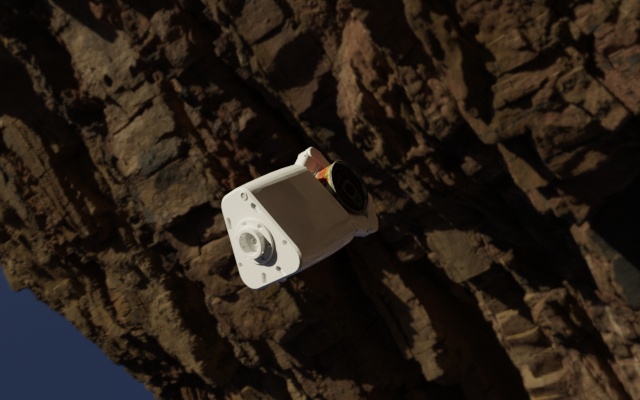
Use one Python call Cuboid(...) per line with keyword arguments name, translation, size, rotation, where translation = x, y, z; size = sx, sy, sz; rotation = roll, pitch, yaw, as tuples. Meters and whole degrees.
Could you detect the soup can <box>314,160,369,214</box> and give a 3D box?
Cuboid(name="soup can", translation=(0.000, 0.002, 0.603), size=(0.102, 0.068, 0.068), rotation=(-29, -18, 36))
